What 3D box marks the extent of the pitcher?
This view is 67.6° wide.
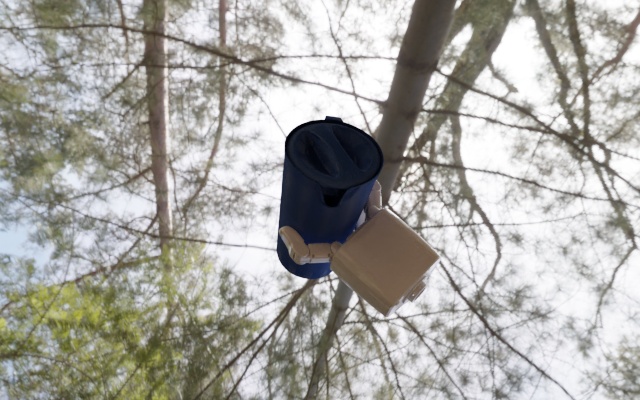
[{"bbox_3d":[0.000,0.002,0.717,0.145,0.243,0.149,41,52,22],"label":"pitcher"}]
